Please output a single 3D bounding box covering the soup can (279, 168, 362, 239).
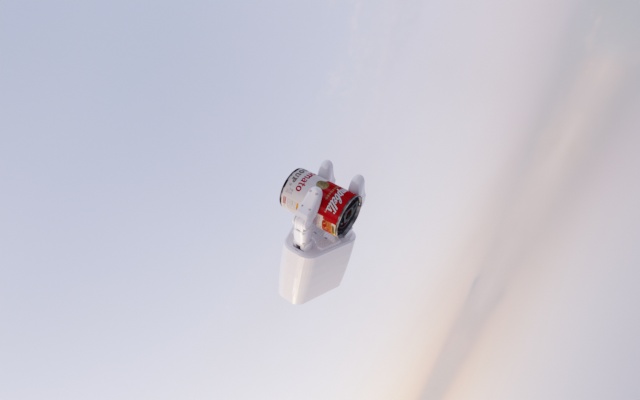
[{"bbox_3d":[0.000,0.002,0.694,0.102,0.068,0.068,28,11,22],"label":"soup can"}]
